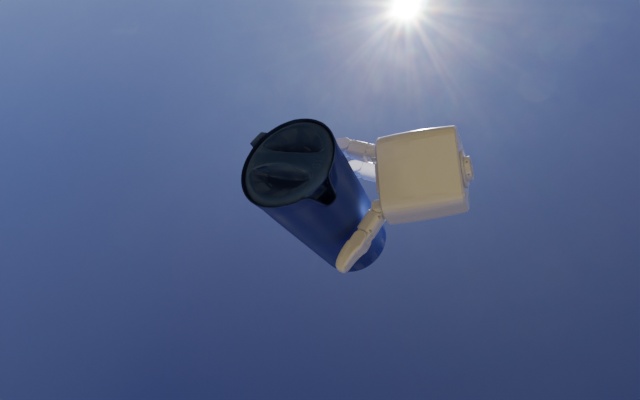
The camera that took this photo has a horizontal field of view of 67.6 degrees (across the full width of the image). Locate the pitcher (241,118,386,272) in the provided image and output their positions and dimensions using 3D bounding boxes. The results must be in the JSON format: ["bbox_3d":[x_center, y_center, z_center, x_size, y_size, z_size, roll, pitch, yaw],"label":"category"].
[{"bbox_3d":[0.000,0.002,0.682,0.145,0.149,0.243,-11,-34,22],"label":"pitcher"}]
